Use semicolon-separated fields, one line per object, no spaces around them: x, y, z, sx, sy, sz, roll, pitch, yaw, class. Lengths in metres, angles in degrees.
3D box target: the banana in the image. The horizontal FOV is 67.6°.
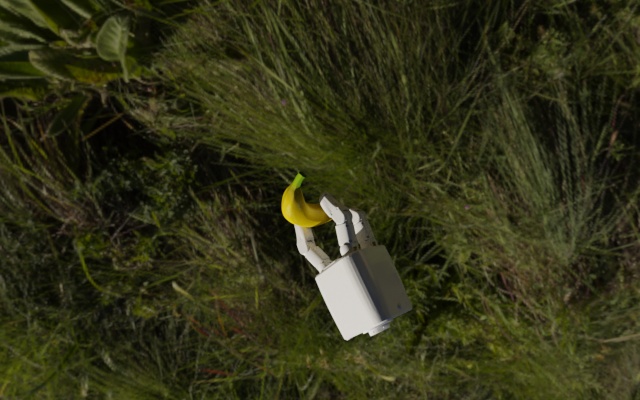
-0.016;0.013;0.736;0.069;0.037;0.198;-36;-20;6;banana
